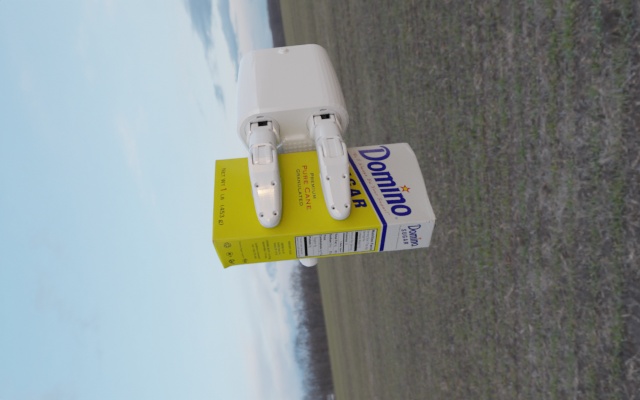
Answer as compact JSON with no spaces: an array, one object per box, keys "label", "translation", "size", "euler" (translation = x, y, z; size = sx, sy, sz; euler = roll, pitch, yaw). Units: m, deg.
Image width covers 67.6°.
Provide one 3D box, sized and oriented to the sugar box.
[{"label":"sugar box","translation":[0.000,0.001,0.408],"size":[0.176,0.093,0.048],"euler":[-8,-39,-2]}]
